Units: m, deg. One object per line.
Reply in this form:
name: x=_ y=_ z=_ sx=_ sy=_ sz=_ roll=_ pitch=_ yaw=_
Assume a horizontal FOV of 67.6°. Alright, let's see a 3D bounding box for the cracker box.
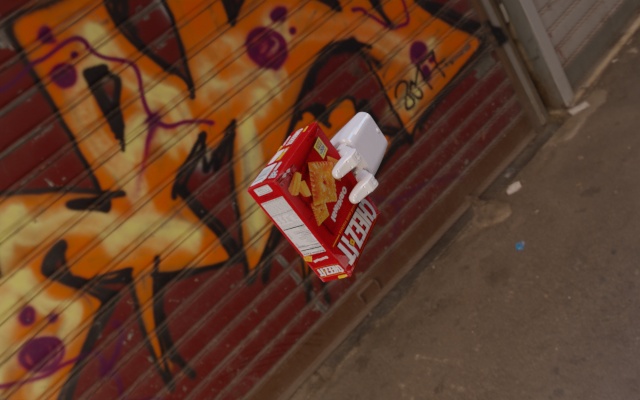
cracker box: x=0.000 y=0.003 z=0.802 sx=0.072 sy=0.214 sz=0.164 roll=-17 pitch=30 yaw=41
